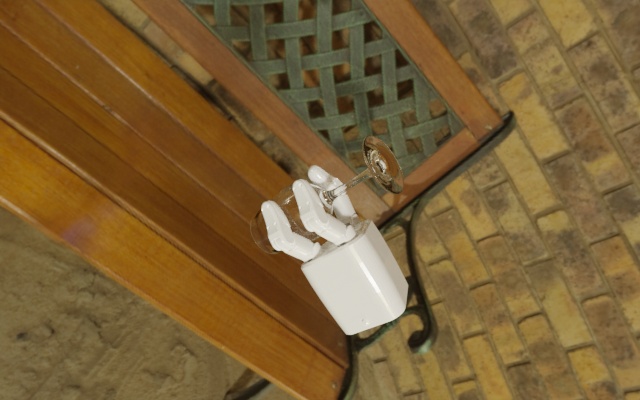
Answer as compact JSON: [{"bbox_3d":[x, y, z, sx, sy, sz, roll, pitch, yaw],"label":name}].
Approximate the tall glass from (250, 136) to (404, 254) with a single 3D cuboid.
[{"bbox_3d":[0.001,0.001,0.591,0.201,0.079,0.079,-30,-18,33],"label":"tall glass"}]
